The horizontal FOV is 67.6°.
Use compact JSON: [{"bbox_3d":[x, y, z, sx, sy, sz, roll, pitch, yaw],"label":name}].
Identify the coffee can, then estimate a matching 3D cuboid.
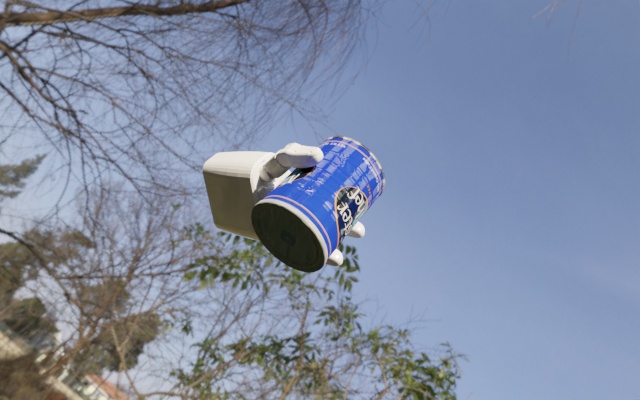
[{"bbox_3d":[0.000,0.002,0.575,0.103,0.103,0.140,0,36,43],"label":"coffee can"}]
